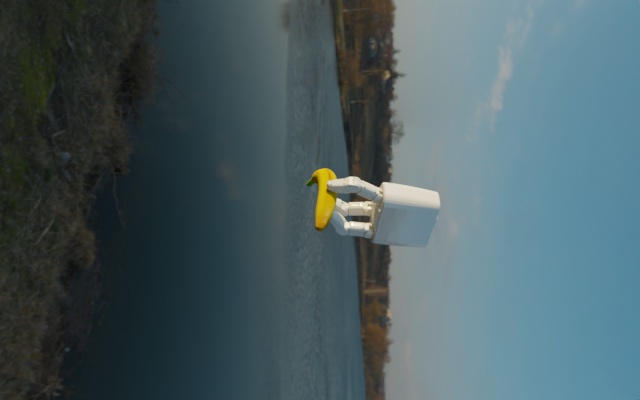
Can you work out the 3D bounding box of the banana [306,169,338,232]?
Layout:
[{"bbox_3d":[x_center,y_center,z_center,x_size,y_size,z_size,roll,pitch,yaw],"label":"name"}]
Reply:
[{"bbox_3d":[0.007,-0.014,0.893,0.037,0.070,0.197,20,22,-14],"label":"banana"}]
